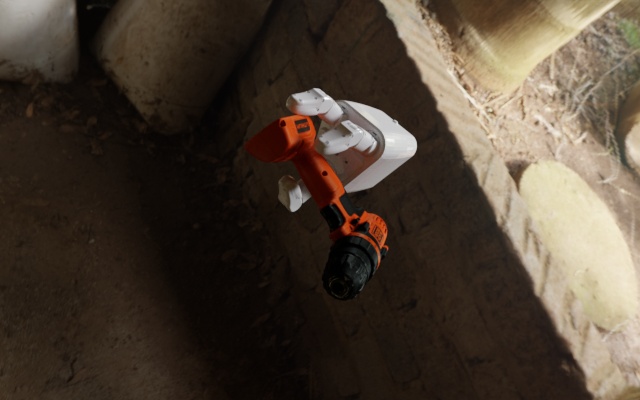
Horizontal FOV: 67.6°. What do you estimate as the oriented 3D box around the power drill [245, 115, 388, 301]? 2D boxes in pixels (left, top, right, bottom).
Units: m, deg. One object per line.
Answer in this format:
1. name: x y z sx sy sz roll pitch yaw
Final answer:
1. power drill: 0.000 0.001 0.508 0.057 0.187 0.184 -32 3 18
